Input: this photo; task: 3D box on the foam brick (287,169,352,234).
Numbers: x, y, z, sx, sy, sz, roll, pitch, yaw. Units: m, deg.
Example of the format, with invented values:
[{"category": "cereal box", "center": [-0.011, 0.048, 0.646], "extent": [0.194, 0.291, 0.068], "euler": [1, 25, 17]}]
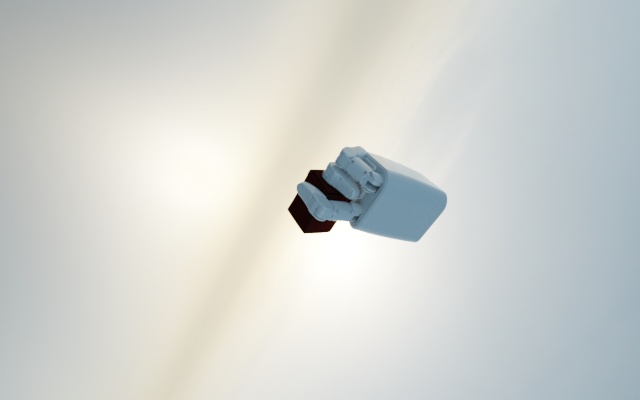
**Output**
[{"category": "foam brick", "center": [0.000, 0.002, 0.670], "extent": [0.051, 0.078, 0.053], "euler": [0, 44, -41]}]
